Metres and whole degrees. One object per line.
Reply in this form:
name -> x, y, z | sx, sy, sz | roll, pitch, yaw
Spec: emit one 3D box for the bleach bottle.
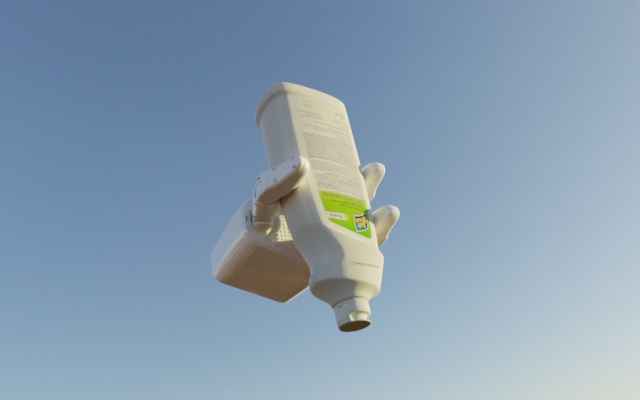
bleach bottle -> 0.000, 0.001, 0.466 | 0.102, 0.250, 0.068 | 9, -38, -30
